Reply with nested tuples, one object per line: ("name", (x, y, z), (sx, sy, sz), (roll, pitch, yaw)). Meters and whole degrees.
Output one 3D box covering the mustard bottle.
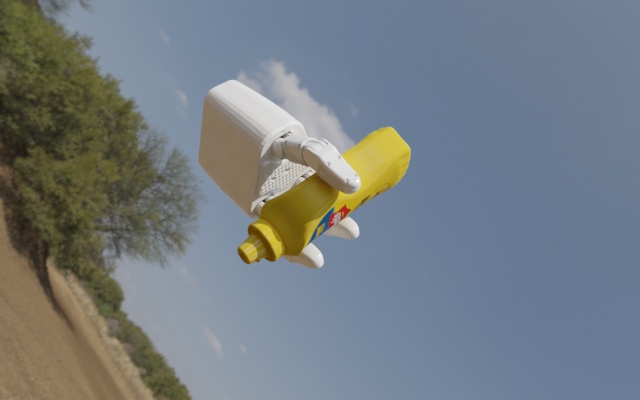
("mustard bottle", (0.000, 0.002, 0.469), (0.191, 0.058, 0.096), (-34, -9, -27))
